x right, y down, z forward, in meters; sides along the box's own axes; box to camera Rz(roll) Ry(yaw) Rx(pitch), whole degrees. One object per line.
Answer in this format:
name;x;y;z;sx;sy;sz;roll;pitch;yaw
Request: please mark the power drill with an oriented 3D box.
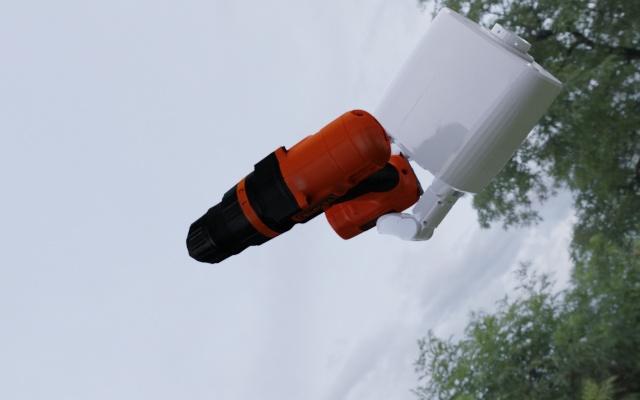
power drill;0.000;0.001;0.416;0.184;0.057;0.187;-30;-15;23
